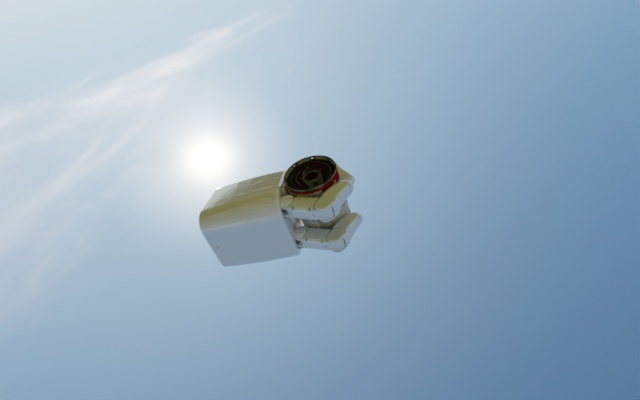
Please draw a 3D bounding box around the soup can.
[{"bbox_3d":[0.001,0.002,0.619,0.068,0.102,0.068,-12,40,10],"label":"soup can"}]
